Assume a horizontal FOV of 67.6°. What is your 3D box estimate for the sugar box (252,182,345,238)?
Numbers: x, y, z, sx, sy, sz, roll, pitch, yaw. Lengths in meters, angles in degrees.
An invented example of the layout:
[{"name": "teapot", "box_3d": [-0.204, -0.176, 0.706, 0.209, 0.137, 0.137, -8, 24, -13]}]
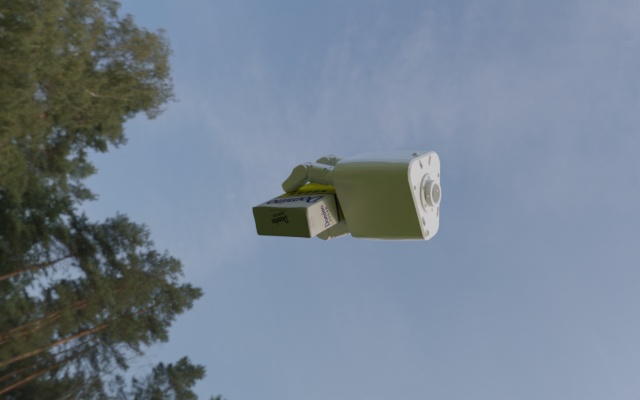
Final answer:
[{"name": "sugar box", "box_3d": [0.000, 0.002, 0.659, 0.093, 0.048, 0.176, 0, 14, 37]}]
